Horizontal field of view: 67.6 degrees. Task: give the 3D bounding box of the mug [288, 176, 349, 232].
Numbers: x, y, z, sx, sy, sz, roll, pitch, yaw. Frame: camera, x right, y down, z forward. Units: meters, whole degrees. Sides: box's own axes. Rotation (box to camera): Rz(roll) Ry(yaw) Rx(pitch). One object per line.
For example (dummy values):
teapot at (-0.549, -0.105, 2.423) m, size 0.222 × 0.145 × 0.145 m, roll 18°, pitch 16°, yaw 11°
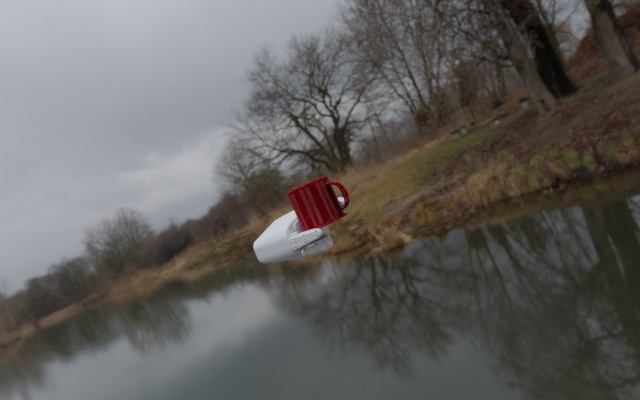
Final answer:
mug at (0.001, 0.002, 0.868) m, size 0.117 × 0.081 × 0.093 m, roll -23°, pitch 1°, yaw 38°
